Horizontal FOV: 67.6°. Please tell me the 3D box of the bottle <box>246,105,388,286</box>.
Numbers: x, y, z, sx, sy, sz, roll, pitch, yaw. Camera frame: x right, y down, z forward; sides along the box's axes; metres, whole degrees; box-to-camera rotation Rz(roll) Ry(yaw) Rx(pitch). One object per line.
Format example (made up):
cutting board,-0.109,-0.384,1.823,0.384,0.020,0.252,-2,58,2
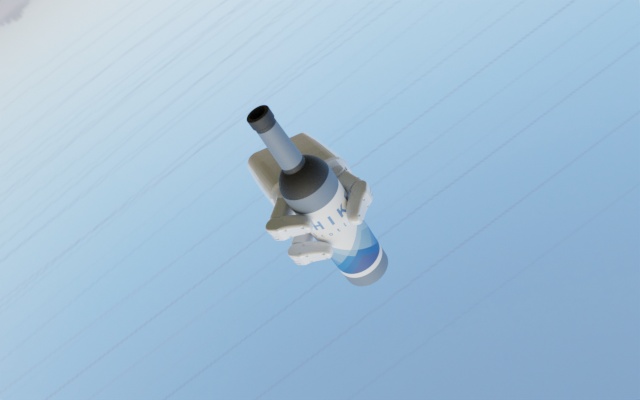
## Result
bottle,0.000,0.002,0.589,0.069,0.069,0.296,0,-39,35
